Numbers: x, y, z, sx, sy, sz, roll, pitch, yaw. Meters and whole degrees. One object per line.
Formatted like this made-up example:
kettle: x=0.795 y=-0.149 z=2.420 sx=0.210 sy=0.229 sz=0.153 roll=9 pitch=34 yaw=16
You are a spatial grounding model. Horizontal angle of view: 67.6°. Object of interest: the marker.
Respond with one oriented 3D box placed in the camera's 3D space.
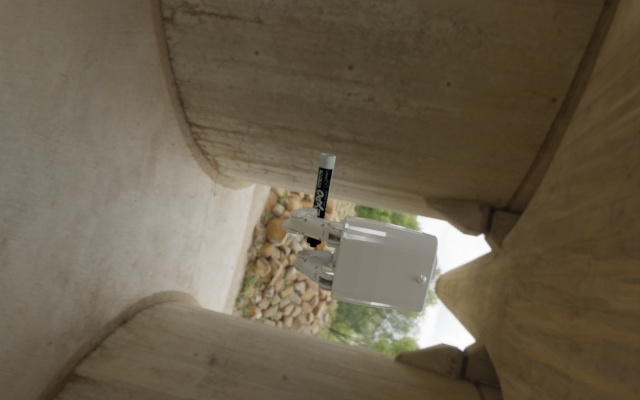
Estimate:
marker: x=0.000 y=0.002 z=0.596 sx=0.020 sy=0.121 sz=0.020 roll=9 pitch=16 yaw=-2
